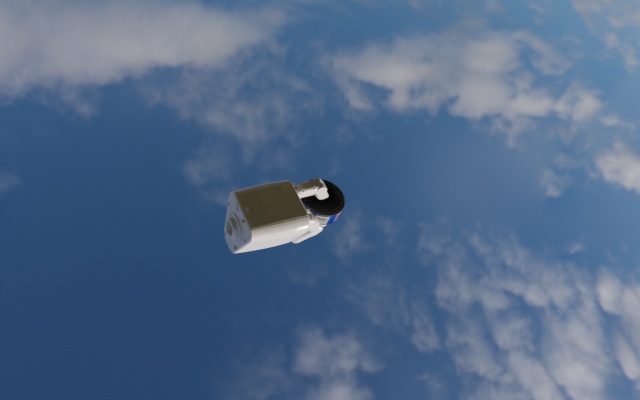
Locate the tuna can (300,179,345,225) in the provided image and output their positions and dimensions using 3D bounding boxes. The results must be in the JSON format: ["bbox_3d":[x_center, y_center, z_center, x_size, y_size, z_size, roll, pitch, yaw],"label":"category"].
[{"bbox_3d":[0.000,0.003,0.890,0.086,0.086,0.034,0,-37,-22],"label":"tuna can"}]
